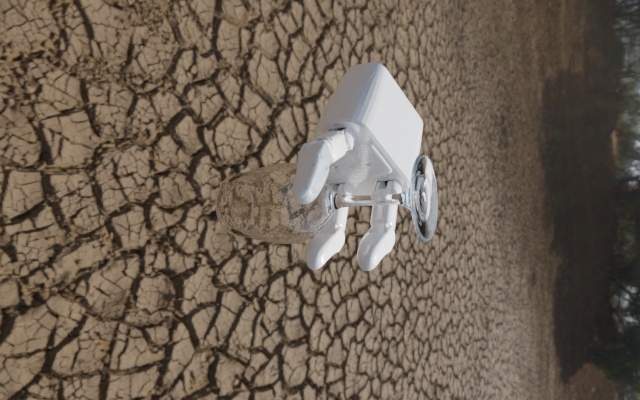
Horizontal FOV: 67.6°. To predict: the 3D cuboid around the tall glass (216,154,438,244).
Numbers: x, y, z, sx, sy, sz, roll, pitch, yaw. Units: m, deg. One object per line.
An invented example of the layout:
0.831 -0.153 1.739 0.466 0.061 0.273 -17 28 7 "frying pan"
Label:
0.001 0.001 0.443 0.201 0.079 0.079 -2 -1 28 "tall glass"
